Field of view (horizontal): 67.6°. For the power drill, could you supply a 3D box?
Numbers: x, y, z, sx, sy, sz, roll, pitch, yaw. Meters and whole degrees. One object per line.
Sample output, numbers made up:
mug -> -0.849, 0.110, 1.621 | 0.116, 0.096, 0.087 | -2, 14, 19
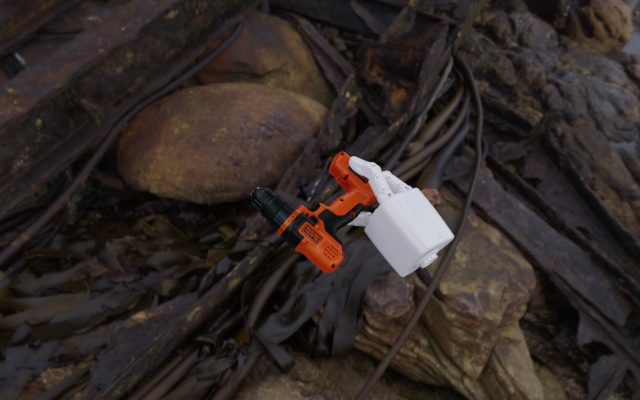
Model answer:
power drill -> 0.001, 0.003, 0.807 | 0.187, 0.184, 0.057 | -46, -2, -28
